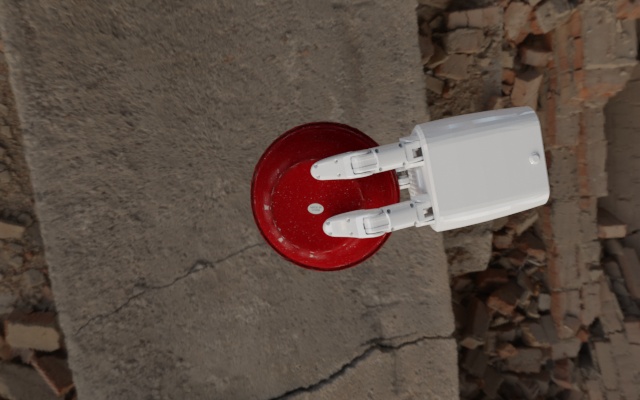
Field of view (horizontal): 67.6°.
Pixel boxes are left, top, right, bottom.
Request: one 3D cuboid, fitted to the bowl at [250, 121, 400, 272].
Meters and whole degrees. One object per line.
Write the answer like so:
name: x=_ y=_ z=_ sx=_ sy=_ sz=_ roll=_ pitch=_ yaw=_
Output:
bowl: x=-0.001 y=0.002 z=0.483 sx=0.162 sy=0.162 sz=0.055 roll=0 pitch=9 yaw=8
